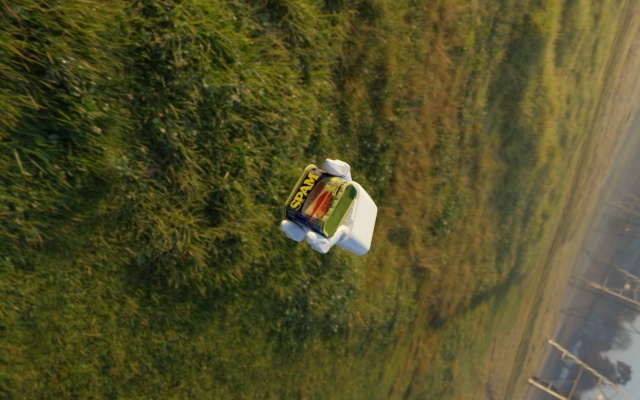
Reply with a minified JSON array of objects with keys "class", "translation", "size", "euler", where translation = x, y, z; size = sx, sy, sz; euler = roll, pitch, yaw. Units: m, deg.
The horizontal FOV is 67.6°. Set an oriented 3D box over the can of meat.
[{"class":"can of meat","translation":[0.000,0.003,0.789],"size":[0.084,0.102,0.057],"euler":[24,-12,30]}]
